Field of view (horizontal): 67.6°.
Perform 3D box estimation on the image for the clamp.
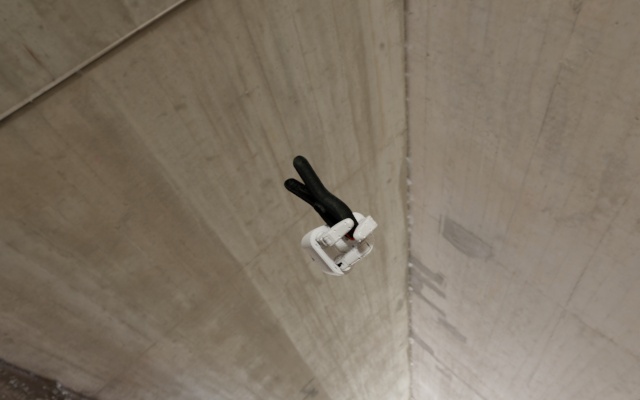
[{"bbox_3d":[0.001,0.002,0.836,0.039,0.171,0.120,-41,3,-16],"label":"clamp"}]
